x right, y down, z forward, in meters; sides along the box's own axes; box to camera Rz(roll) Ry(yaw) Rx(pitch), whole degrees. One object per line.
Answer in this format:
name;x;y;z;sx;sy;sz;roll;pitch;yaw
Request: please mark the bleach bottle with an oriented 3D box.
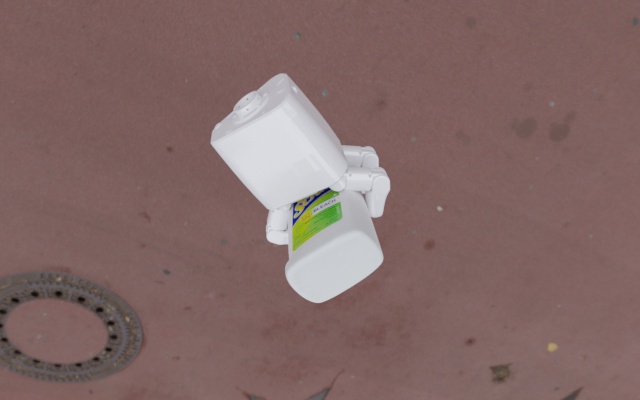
bleach bottle;0.000;0.002;0.585;0.102;0.068;0.250;-33;31;12
